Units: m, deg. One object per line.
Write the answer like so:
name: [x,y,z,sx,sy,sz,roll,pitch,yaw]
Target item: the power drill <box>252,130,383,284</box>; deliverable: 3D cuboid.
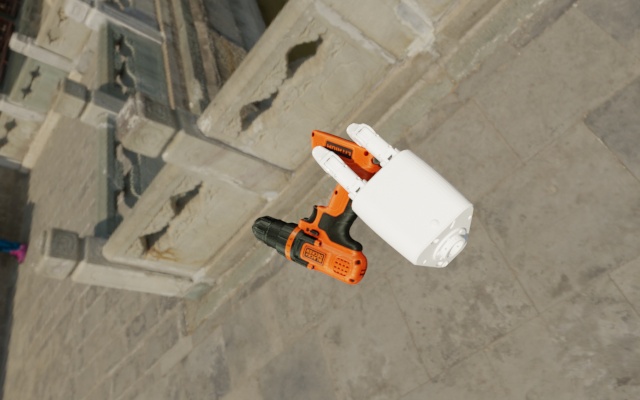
power drill: [0.000,0.002,0.664,0.184,0.188,0.057,21,11,23]
